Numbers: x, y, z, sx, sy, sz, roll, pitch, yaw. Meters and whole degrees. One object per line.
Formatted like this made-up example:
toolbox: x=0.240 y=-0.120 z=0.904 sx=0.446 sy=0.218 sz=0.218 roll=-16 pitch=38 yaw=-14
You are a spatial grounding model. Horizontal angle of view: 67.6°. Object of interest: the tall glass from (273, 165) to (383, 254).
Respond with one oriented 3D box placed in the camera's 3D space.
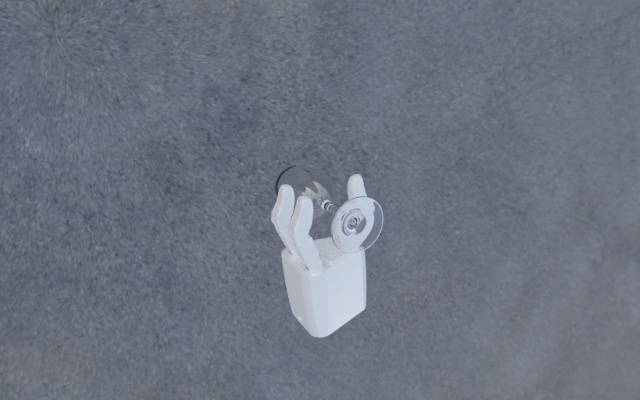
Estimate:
tall glass: x=0.000 y=0.002 z=0.664 sx=0.079 sy=0.079 sz=0.201 roll=0 pitch=17 yaw=-29
